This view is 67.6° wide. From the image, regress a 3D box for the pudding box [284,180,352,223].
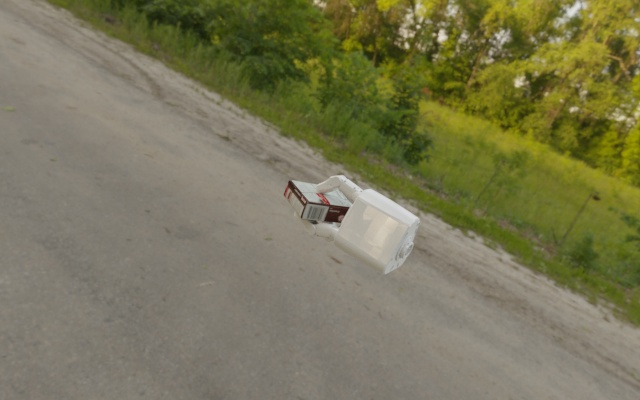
[{"bbox_3d":[0.000,0.003,0.892,0.113,0.039,0.090,9,23,-33],"label":"pudding box"}]
